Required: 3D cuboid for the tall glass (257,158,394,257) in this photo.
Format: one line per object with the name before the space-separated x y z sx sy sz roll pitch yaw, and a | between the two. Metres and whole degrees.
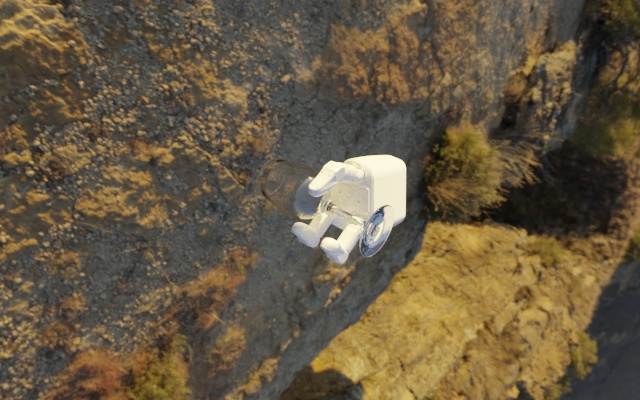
tall glass | 0.001 0.002 0.673 0.201 0.079 0.079 27 15 32
